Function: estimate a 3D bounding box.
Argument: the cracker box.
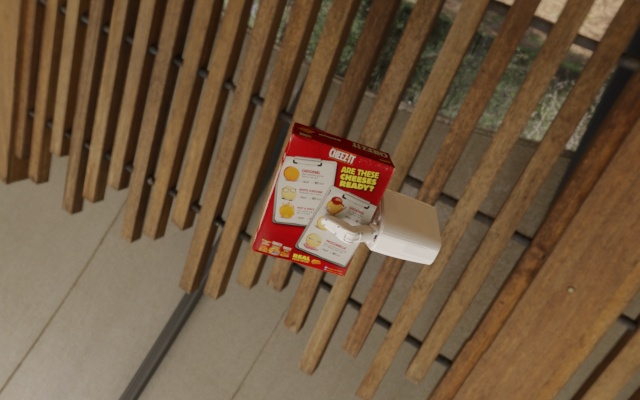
[{"bbox_3d":[0.000,0.003,0.769,0.164,0.214,0.072,17,25,-10],"label":"cracker box"}]
